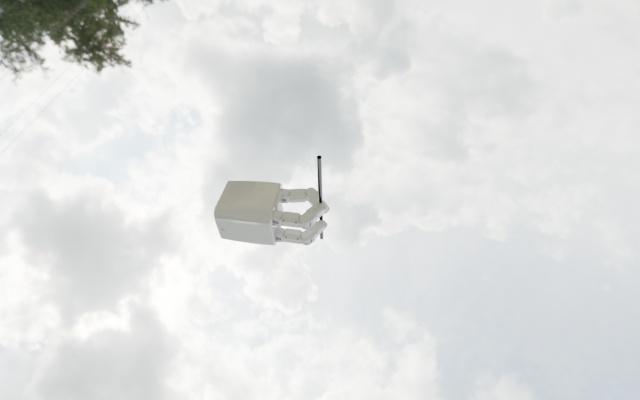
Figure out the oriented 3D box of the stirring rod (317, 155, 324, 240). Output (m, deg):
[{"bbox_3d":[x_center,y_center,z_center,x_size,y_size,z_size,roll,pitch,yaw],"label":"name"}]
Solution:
[{"bbox_3d":[0.000,0.003,0.854,0.011,0.011,0.240,0,-36,1],"label":"stirring rod"}]
